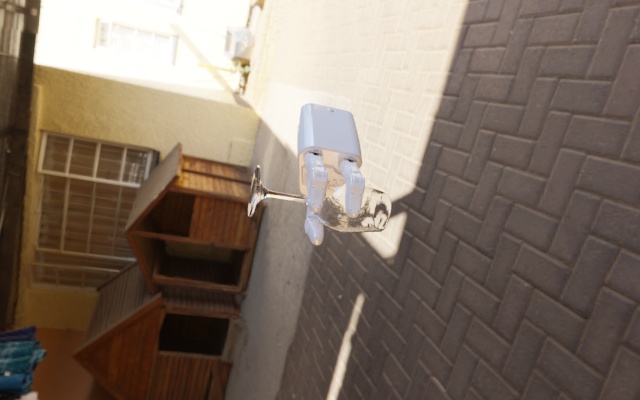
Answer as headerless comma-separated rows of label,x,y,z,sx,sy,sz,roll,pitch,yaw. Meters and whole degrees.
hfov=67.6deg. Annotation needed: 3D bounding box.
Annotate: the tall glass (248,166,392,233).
tall glass,-0.001,0.002,0.699,0.201,0.079,0.079,10,-3,-15
